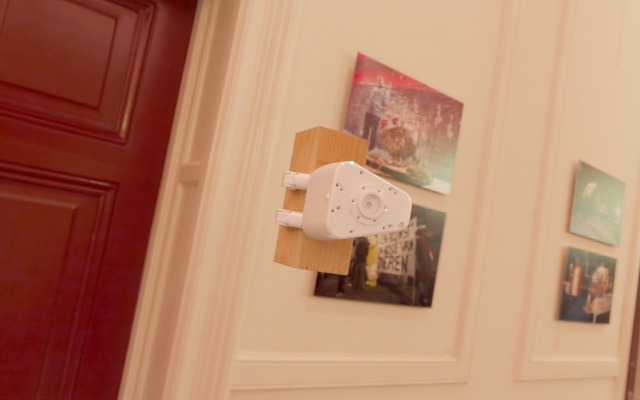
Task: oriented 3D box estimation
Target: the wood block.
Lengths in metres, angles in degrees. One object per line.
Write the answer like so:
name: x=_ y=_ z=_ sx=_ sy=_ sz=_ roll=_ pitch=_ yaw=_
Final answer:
wood block: x=0.001 y=0.002 z=0.732 sx=0.091 sy=0.206 sz=0.090 roll=13 pitch=-6 yaw=-26
